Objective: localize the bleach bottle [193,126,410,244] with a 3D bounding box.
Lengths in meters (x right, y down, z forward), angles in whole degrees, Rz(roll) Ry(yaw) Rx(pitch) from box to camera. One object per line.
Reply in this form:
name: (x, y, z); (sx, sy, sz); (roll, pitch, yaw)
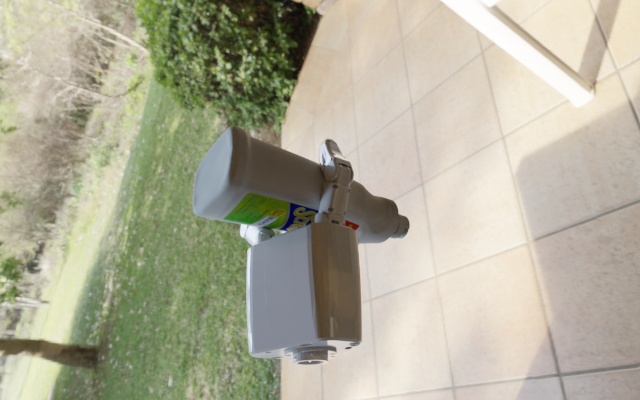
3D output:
bleach bottle: (0.000, 0.002, 0.512); (0.251, 0.068, 0.102); (15, -32, -31)
